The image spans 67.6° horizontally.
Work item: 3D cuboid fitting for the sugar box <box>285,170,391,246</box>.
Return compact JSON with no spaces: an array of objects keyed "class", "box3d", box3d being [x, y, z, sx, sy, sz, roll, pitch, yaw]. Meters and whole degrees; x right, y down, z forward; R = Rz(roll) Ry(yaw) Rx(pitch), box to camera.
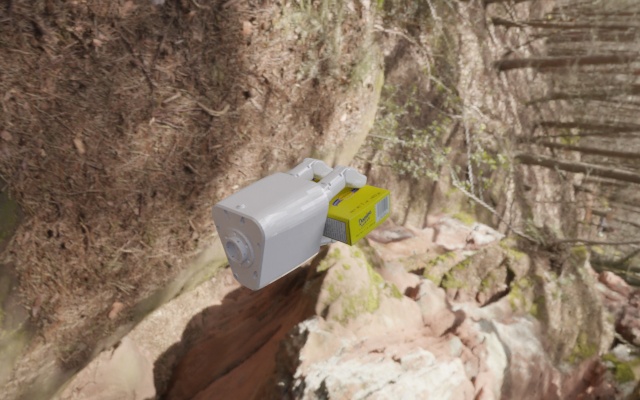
[{"class":"sugar box","box3d":[0.000,0.002,0.663,0.176,0.048,0.093,18,36,37]}]
